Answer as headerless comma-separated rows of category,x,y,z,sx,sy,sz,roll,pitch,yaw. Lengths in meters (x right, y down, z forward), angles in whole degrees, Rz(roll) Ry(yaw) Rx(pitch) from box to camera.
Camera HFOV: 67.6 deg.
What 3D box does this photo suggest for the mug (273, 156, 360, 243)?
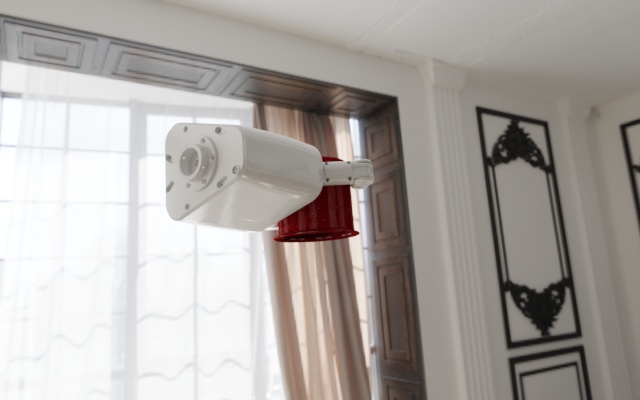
mug,0.001,0.002,0.533,0.093,0.081,0.117,-11,-13,33
